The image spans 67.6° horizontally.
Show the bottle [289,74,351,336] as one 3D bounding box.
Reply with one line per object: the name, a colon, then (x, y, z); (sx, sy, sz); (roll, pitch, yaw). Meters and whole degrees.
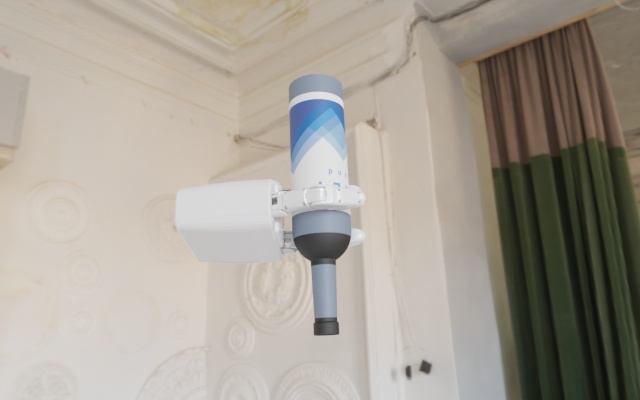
bottle: (0.000, 0.002, 0.547); (0.069, 0.295, 0.069); (-2, -17, -1)
